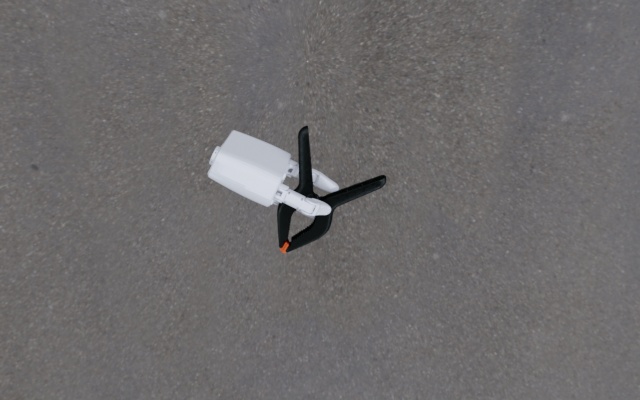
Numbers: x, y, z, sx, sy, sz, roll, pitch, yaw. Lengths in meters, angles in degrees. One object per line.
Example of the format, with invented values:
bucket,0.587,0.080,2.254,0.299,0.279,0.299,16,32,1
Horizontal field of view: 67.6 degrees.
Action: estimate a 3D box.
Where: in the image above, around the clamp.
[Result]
clamp,0.000,0.003,0.796,0.164,0.210,0.036,25,14,-7
